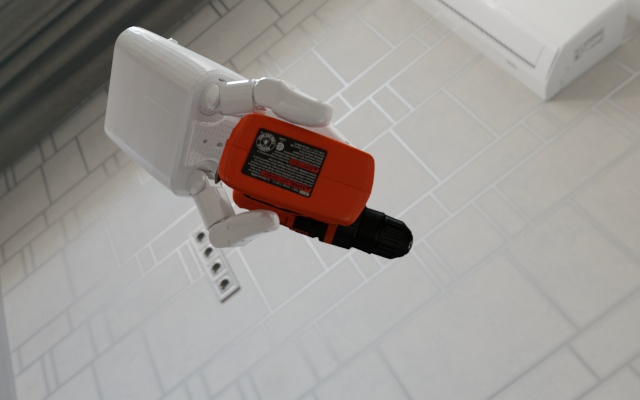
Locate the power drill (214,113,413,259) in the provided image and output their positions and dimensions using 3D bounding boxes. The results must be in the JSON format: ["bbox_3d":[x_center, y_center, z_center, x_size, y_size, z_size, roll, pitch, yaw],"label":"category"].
[{"bbox_3d":[0.000,0.001,0.403,0.184,0.057,0.188,18,-11,5],"label":"power drill"}]
